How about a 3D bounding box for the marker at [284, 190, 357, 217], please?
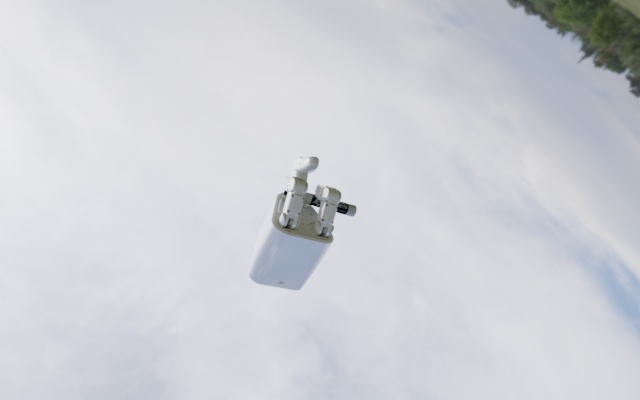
[{"bbox_3d":[0.000,0.002,0.730,0.121,0.020,0.020,15,-7,-25],"label":"marker"}]
